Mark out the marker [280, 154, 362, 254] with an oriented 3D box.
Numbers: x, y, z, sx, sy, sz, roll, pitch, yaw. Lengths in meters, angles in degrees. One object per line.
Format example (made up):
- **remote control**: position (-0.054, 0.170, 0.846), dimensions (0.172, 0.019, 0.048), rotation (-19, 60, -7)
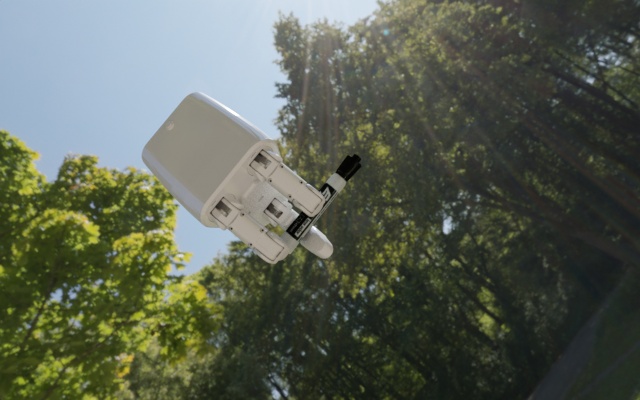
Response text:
- **marker**: position (0.000, 0.002, 0.483), dimensions (0.020, 0.121, 0.020), rotation (39, -3, 3)
